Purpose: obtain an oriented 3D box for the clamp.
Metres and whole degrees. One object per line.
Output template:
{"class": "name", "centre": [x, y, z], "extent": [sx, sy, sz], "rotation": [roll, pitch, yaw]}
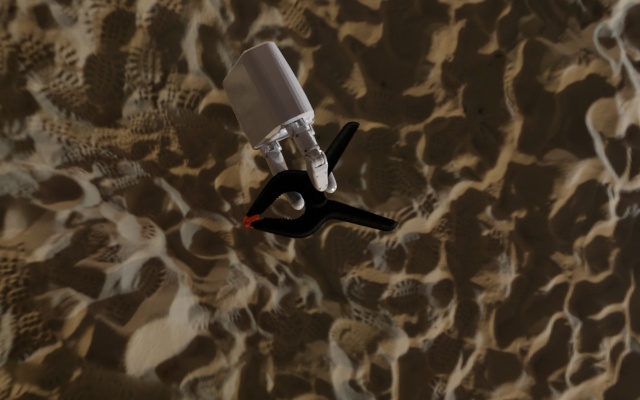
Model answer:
{"class": "clamp", "centre": [0.000, 0.002, 0.653], "extent": [0.210, 0.164, 0.036], "rotation": [-28, -1, -17]}
